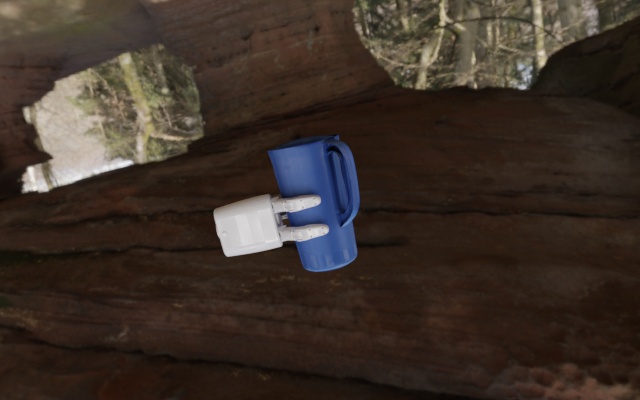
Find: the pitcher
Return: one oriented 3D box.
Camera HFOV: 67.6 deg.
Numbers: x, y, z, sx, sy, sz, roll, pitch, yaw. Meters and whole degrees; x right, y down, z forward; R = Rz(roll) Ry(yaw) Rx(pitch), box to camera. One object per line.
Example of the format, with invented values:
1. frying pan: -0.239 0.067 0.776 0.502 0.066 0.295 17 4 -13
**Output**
1. pitcher: 0.000 0.003 0.883 0.145 0.243 0.149 -13 10 1
